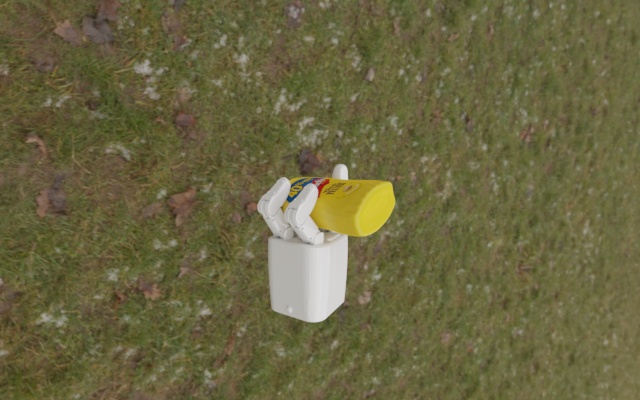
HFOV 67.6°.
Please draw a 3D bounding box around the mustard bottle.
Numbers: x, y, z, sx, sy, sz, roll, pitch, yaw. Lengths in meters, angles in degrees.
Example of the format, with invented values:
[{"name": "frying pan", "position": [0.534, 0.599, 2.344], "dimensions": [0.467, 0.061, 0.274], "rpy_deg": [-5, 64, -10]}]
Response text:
[{"name": "mustard bottle", "position": [0.000, 0.002, 0.667], "dimensions": [0.191, 0.058, 0.096], "rpy_deg": [6, 34, 39]}]
